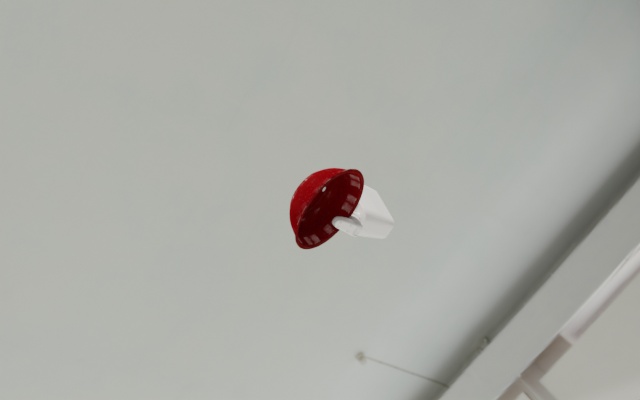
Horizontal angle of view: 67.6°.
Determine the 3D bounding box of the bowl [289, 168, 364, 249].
[{"bbox_3d":[-0.001,0.002,0.805,0.055,0.162,0.162,39,19,27],"label":"bowl"}]
